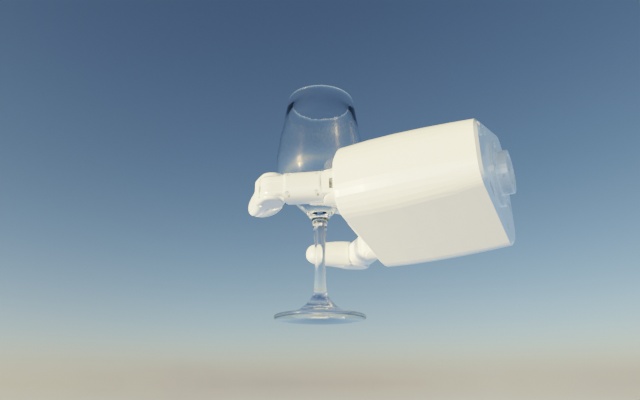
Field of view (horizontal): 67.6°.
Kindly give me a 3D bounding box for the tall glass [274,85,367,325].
[{"bbox_3d":[0.000,0.002,0.415,0.079,0.201,0.079,0,-21,0],"label":"tall glass"}]
